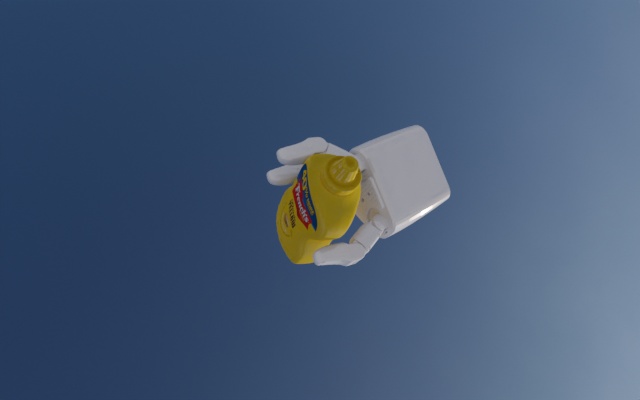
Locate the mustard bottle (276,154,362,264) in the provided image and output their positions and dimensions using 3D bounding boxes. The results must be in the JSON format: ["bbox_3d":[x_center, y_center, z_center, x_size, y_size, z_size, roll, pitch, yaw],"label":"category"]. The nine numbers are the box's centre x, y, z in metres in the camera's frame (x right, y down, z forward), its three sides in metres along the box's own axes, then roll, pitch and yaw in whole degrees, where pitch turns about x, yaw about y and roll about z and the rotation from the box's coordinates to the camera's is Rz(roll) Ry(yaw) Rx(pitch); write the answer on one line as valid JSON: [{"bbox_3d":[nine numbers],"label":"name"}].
[{"bbox_3d":[0.000,0.002,0.544,0.058,0.096,0.192,-1,-23,-21],"label":"mustard bottle"}]
